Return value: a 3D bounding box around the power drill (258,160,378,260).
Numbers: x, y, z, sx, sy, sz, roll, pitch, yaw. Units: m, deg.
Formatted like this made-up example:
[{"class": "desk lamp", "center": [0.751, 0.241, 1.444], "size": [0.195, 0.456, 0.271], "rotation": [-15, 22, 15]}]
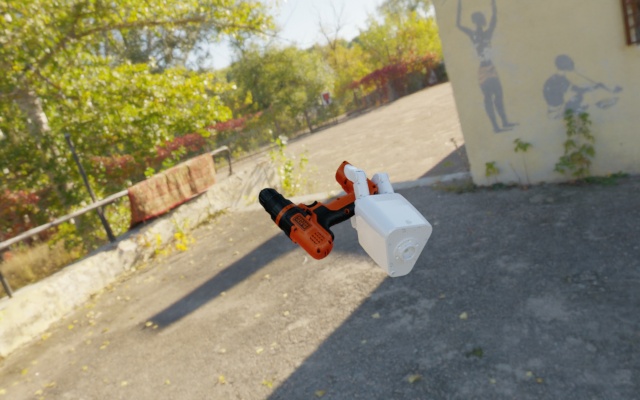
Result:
[{"class": "power drill", "center": [0.001, 0.003, 0.897], "size": [0.187, 0.184, 0.057], "rotation": [-36, -28, -22]}]
